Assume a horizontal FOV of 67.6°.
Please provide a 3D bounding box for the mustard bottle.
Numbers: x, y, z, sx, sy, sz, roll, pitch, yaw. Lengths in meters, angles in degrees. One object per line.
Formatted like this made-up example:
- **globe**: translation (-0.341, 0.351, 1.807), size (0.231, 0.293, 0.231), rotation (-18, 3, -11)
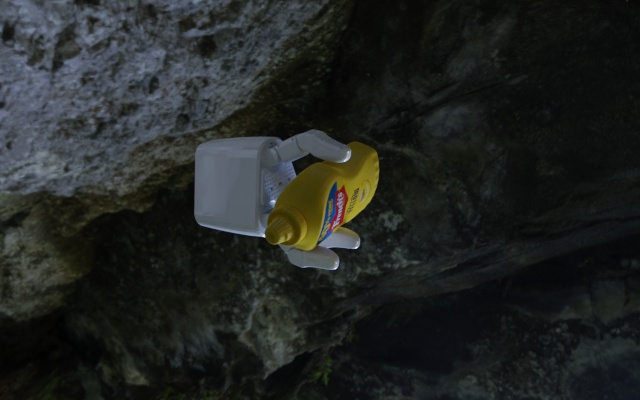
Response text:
- **mustard bottle**: translation (0.001, 0.002, 0.532), size (0.058, 0.096, 0.191), rotation (27, 32, 20)
